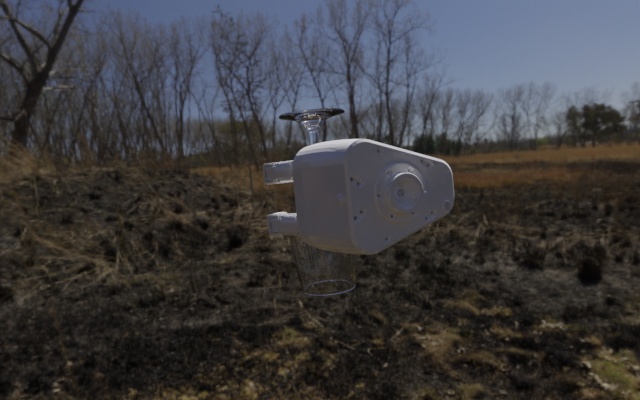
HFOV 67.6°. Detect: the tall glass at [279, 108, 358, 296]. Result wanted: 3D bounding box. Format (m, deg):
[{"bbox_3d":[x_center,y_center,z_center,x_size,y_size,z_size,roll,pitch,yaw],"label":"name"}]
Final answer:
[{"bbox_3d":[0.000,0.001,0.540,0.079,0.201,0.079,-6,3,0],"label":"tall glass"}]
